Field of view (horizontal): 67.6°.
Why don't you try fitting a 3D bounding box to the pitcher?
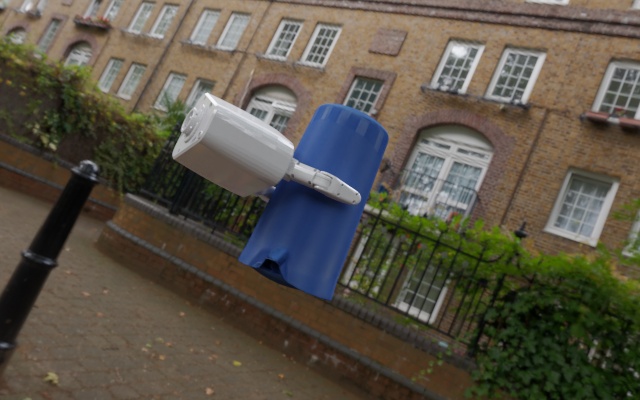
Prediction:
[{"bbox_3d":[0.000,0.002,0.649,0.145,0.243,0.149,28,-7,-28],"label":"pitcher"}]
